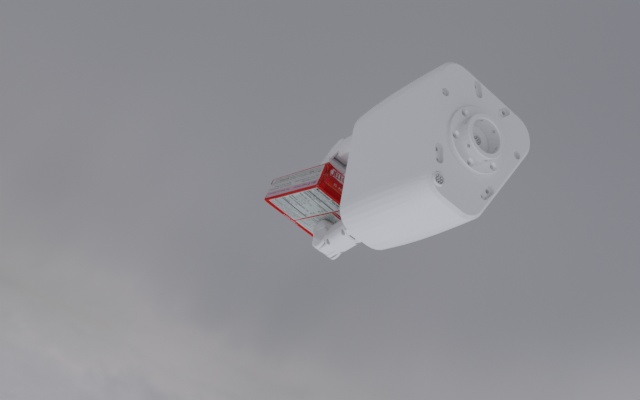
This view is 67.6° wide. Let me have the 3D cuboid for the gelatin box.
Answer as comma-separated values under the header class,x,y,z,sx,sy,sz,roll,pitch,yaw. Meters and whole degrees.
class,x,y,z,sx,sy,sz,roll,pitch,yaw
gelatin box,0.000,0.002,0.468,0.073,0.030,0.089,39,-32,-29
